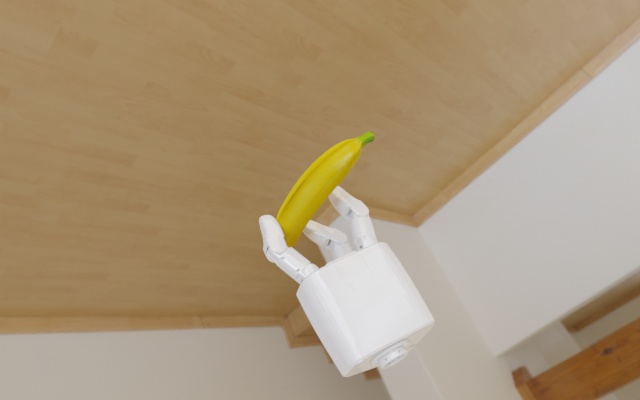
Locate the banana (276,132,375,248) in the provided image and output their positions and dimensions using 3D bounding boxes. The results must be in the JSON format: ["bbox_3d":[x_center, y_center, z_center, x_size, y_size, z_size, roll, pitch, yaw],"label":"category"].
[{"bbox_3d":[-0.009,-0.001,0.564,0.069,0.037,0.198,4,-48,-52],"label":"banana"}]
